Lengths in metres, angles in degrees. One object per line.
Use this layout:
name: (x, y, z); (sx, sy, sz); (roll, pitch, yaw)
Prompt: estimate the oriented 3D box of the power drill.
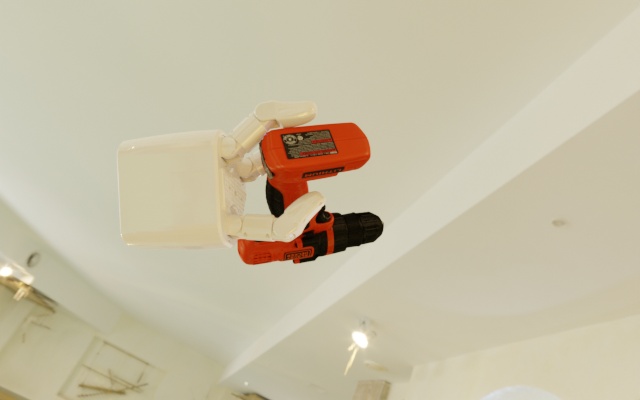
power drill: (0.000, 0.001, 0.531); (0.184, 0.057, 0.188); (-9, -38, -17)
